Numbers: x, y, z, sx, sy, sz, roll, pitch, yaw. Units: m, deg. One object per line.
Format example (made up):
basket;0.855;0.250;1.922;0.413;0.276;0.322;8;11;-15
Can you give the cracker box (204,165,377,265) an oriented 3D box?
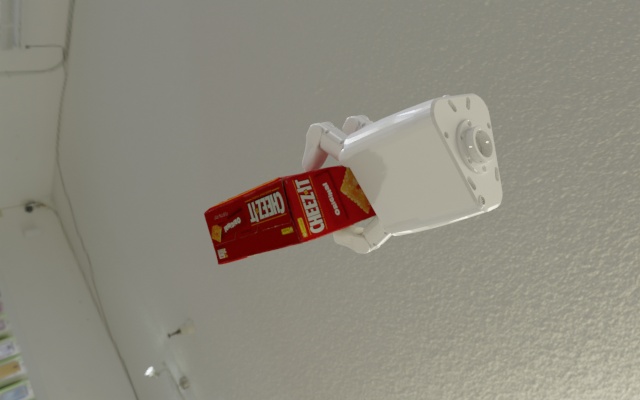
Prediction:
cracker box;0.000;0.002;0.550;0.213;0.072;0.164;-16;-3;-41
